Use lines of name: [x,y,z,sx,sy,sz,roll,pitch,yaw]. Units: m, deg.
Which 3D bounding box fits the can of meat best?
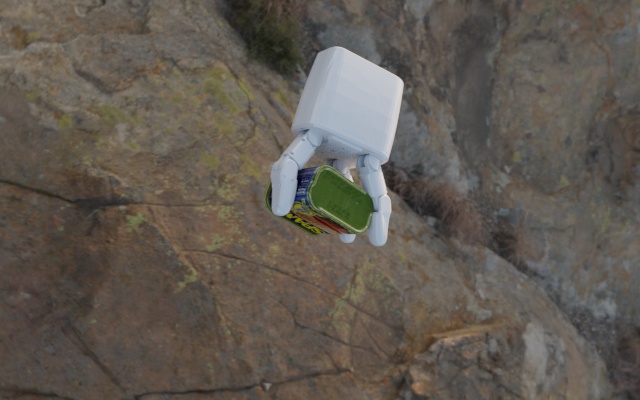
can of meat: [0.000,0.002,0.555,0.102,0.057,0.084,32,-22,-34]
